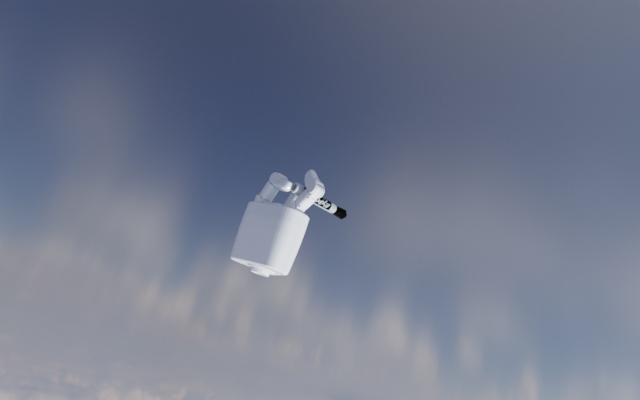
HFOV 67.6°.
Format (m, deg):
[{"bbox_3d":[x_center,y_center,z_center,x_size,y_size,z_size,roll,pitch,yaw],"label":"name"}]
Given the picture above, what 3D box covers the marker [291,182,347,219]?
[{"bbox_3d":[0.000,0.003,0.829,0.121,0.020,0.020,29,-17,-33],"label":"marker"}]
